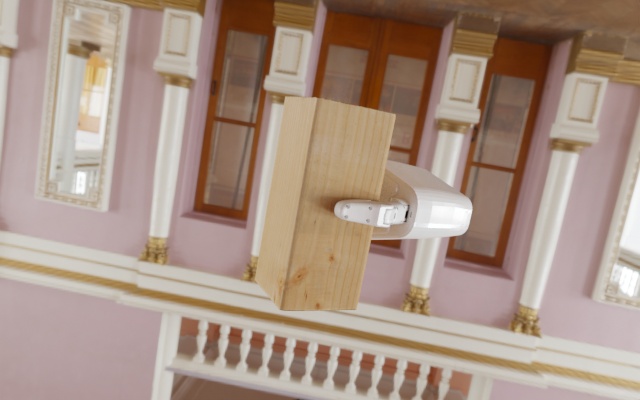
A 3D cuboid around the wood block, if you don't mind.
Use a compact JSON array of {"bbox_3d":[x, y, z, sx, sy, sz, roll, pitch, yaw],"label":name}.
[{"bbox_3d":[0.001,0.002,0.503,0.090,0.206,0.091,6,9,-27],"label":"wood block"}]
